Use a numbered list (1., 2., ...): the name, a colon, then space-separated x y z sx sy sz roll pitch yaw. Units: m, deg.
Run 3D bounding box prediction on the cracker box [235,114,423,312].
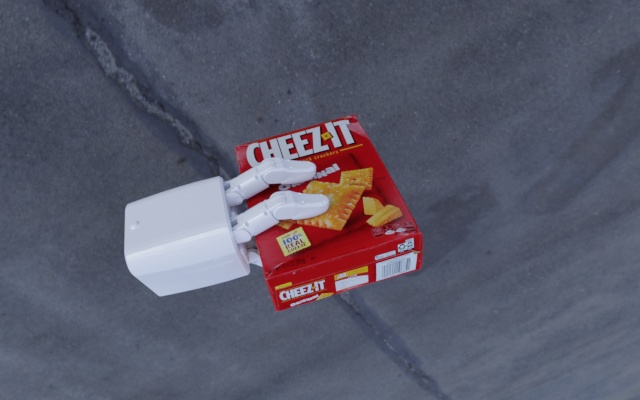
1. cracker box: 0.000 0.002 0.550 0.164 0.213 0.072 -15 -43 -6
